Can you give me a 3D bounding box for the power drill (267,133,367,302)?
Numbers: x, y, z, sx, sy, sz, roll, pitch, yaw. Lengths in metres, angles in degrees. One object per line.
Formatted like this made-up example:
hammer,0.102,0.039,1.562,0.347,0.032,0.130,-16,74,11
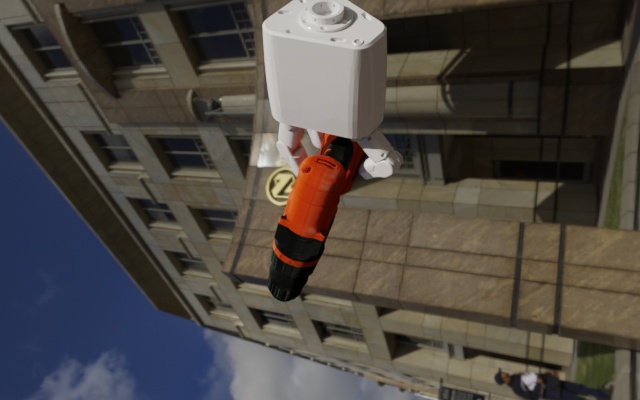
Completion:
power drill,0.000,0.001,0.538,0.057,0.184,0.187,23,36,2
